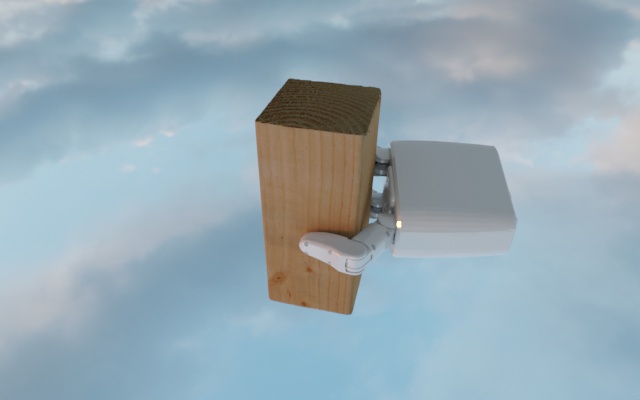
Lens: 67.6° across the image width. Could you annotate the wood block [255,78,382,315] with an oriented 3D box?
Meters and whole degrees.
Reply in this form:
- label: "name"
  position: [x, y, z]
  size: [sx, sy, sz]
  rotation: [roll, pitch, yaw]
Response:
- label: "wood block"
  position: [0.000, 0.002, 0.456]
  size: [0.090, 0.206, 0.090]
  rotation: [9, 38, 11]
